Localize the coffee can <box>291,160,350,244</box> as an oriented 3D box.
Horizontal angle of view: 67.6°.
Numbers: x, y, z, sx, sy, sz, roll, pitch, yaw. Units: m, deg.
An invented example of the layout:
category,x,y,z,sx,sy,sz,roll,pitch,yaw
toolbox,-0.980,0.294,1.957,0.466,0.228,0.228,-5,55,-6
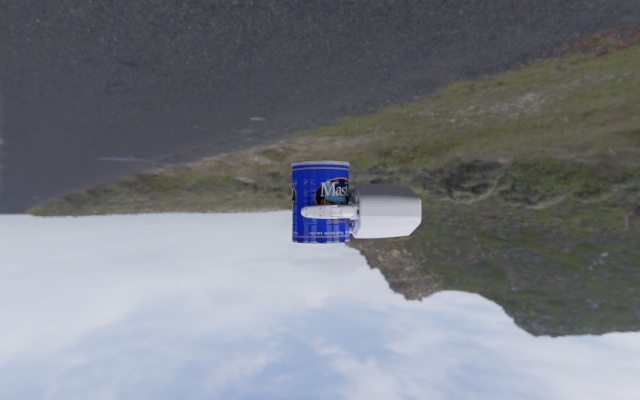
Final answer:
category,x,y,z,sx,sy,sz,roll,pitch,yaw
coffee can,0.000,0.003,0.845,0.103,0.140,0.103,0,-1,0
